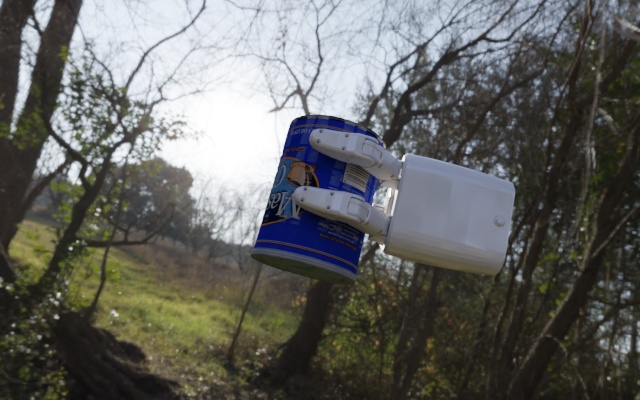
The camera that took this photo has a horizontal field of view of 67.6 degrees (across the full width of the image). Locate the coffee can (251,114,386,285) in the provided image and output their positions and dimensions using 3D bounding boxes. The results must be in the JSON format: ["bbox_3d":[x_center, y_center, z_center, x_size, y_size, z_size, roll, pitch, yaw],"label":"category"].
[{"bbox_3d":[0.000,0.002,0.472,0.103,0.140,0.103,14,-15,4],"label":"coffee can"}]
